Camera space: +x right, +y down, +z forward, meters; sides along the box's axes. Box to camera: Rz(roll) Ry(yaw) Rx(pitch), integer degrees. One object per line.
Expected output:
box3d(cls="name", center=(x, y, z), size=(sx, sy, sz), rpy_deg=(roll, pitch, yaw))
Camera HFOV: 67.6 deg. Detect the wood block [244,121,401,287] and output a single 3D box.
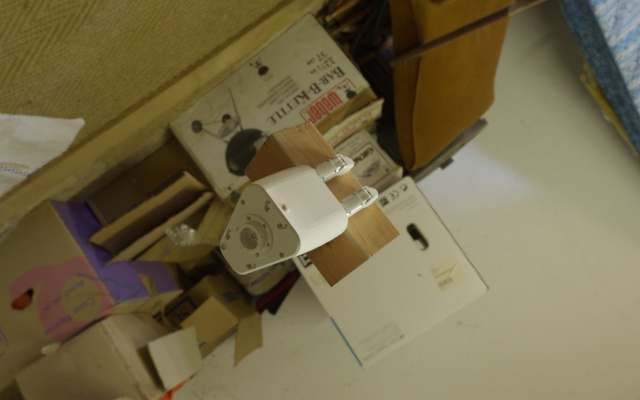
box3d(cls="wood block", center=(0.000, 0.003, 0.668), size=(0.090, 0.206, 0.091), rpy_deg=(-28, -13, -47))
